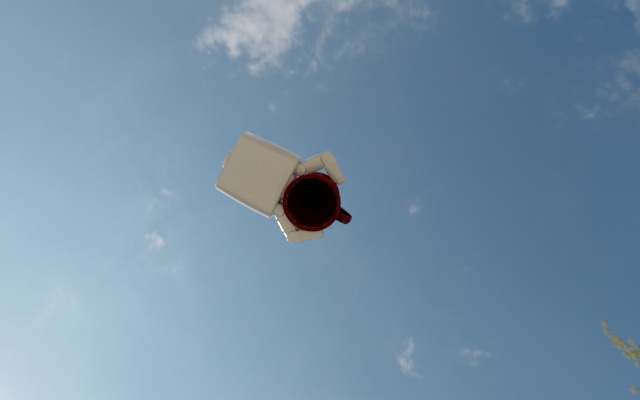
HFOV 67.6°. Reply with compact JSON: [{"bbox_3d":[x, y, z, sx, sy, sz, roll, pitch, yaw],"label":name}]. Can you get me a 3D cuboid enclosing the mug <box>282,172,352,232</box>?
[{"bbox_3d":[0.001,0.003,0.791,0.117,0.093,0.081,27,12,0],"label":"mug"}]
